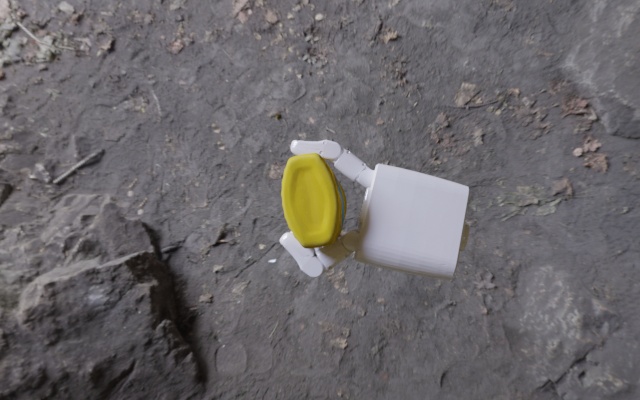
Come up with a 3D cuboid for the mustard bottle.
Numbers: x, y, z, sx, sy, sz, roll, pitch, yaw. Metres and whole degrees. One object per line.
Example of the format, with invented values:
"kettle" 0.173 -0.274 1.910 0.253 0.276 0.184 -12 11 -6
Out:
"mustard bottle" 0.000 0.002 0.567 0.058 0.096 0.191 -11 -2 6
